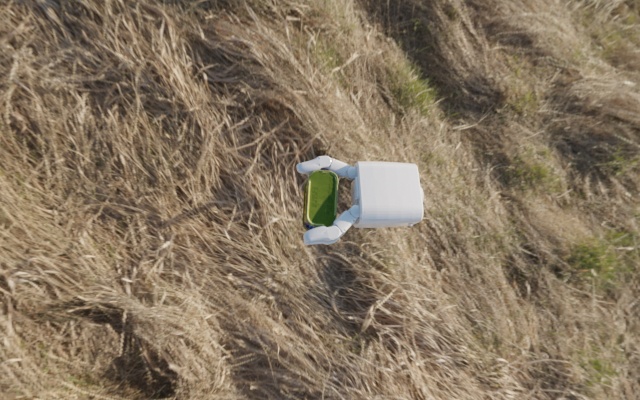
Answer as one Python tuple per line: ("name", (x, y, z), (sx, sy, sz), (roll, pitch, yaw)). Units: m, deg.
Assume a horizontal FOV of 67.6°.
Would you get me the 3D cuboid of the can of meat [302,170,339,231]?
("can of meat", (0.000, 0.003, 0.829), (0.057, 0.102, 0.084), (3, -9, -4))
